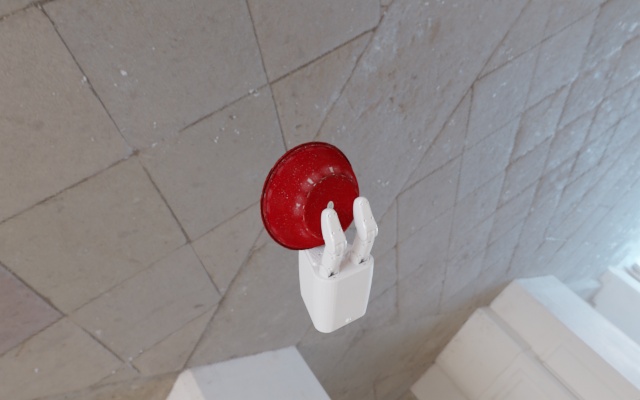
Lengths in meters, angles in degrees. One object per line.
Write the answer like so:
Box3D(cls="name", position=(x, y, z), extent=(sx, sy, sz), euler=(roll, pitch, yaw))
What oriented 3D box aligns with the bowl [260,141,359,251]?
Box3D(cls="bowl", position=(0.000, 0.001, 0.659), extent=(0.162, 0.162, 0.055), euler=(0, 16, -36))
